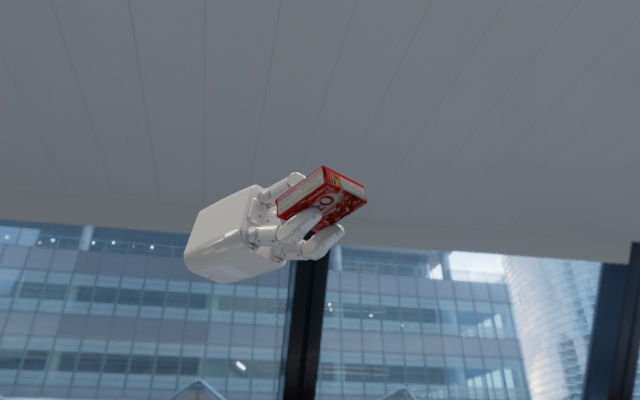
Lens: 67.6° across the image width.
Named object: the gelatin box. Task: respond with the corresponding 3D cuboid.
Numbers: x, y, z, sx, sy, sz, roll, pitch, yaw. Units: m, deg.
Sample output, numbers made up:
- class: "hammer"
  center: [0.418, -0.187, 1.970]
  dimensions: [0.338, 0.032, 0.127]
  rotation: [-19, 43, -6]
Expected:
- class: "gelatin box"
  center: [0.000, 0.001, 0.586]
  dimensions: [0.073, 0.030, 0.089]
  rotation: [24, -46, -39]
